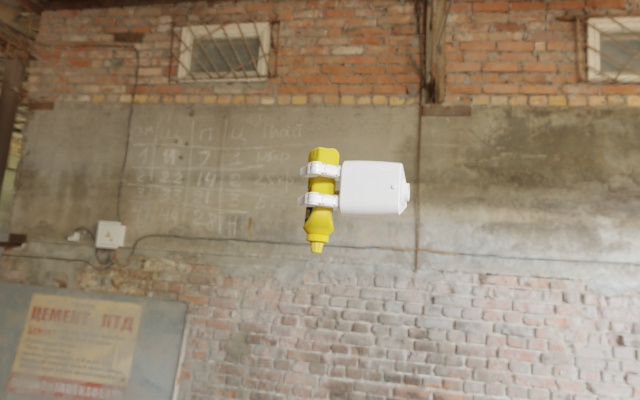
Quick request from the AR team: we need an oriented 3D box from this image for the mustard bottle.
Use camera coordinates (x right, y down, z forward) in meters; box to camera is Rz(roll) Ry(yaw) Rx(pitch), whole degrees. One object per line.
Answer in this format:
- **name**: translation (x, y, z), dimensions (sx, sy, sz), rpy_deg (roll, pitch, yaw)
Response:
- **mustard bottle**: translation (0.000, 0.003, 0.900), dimensions (0.058, 0.191, 0.096), rpy_deg (5, -9, -8)
